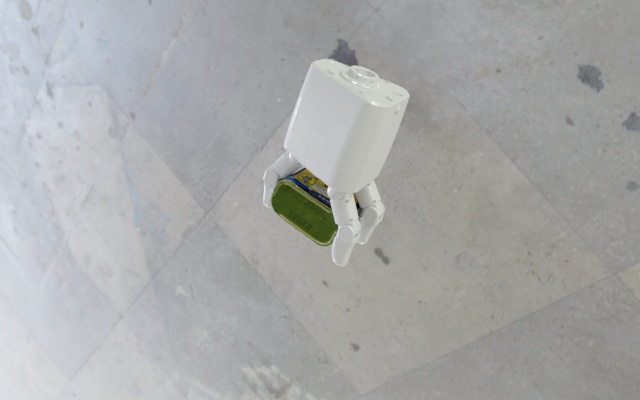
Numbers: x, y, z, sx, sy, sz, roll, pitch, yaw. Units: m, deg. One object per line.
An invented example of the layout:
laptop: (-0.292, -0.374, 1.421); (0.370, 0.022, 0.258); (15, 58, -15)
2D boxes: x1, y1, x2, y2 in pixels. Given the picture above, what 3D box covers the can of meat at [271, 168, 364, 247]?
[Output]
can of meat: (0.000, 0.002, 0.597); (0.102, 0.057, 0.084); (34, 33, 14)
